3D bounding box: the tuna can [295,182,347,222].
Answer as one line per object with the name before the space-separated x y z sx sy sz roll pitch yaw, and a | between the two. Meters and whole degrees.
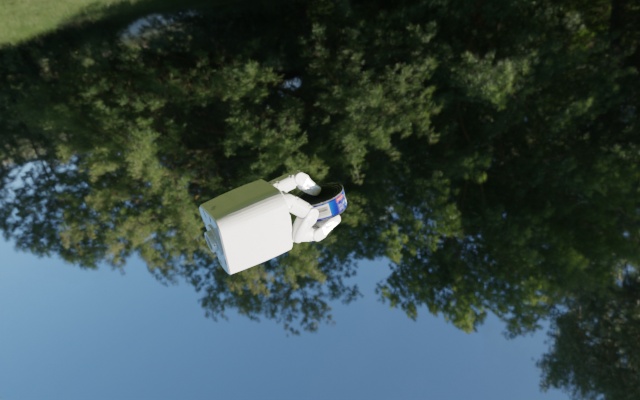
tuna can | 0.000 0.003 0.795 0.086 0.034 0.086 -14 22 6
